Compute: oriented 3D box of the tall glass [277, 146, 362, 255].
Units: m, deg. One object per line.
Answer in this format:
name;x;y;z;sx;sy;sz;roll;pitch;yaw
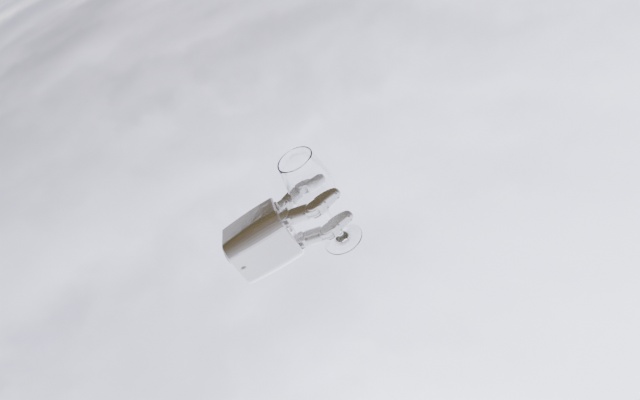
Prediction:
tall glass;0.001;0.003;0.814;0.079;0.079;0.201;0;-43;35
